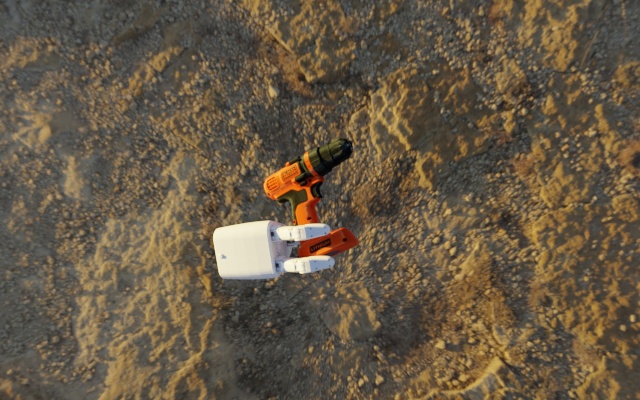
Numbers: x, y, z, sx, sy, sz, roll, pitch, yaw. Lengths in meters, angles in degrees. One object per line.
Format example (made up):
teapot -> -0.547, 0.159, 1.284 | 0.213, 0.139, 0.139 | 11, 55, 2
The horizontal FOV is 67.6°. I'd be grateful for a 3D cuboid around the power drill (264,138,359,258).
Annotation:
power drill -> 0.000, 0.003, 0.835 | 0.184, 0.187, 0.057 | -28, -22, 25
